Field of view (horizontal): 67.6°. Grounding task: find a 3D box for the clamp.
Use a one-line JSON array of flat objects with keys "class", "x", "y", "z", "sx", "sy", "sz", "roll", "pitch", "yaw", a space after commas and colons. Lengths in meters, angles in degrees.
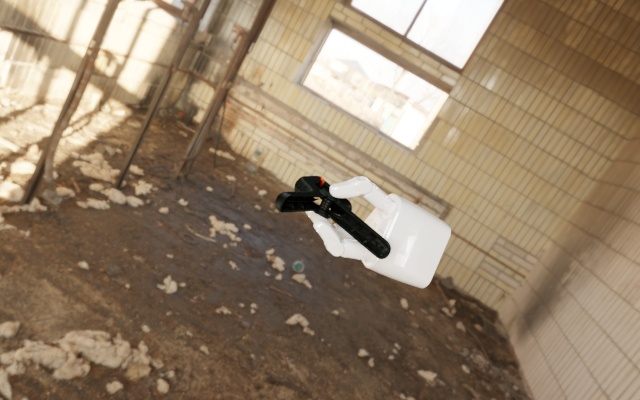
[{"class": "clamp", "x": 0.001, "y": 0.001, "z": 0.681, "sx": 0.164, "sy": 0.036, "sz": 0.210, "roll": 26, "pitch": 14, "yaw": -22}]
